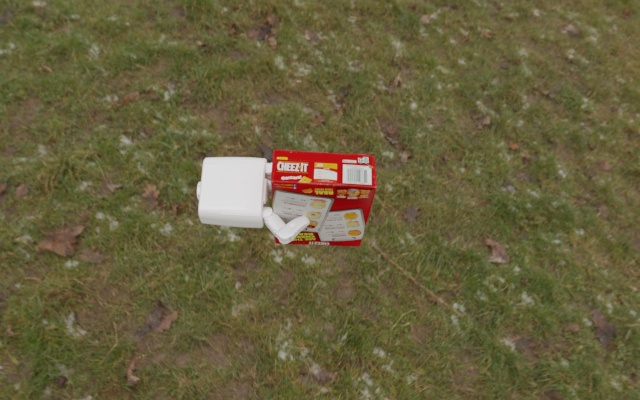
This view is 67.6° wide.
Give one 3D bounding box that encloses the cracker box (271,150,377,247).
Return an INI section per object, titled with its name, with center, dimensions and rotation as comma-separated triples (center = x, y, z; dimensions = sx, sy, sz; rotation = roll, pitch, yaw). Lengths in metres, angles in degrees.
[cracker box]
center = 0.000, 0.003, 0.826
dimensions = 0.164, 0.072, 0.214
rotation = 3, -31, -2
